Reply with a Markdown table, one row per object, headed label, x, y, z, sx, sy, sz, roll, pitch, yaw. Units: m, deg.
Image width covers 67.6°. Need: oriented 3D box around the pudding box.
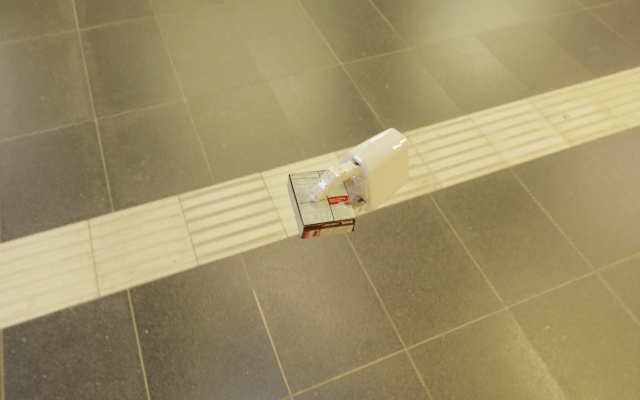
| label | x | y | z | sx | sy | sz | roll | pitch | yaw |
| --- | --- | --- | --- | --- | --- | --- | --- | --- | --- |
| pudding box | 0.000 | 0.002 | 0.777 | 0.090 | 0.113 | 0.039 | -8 | -38 | -13 |
